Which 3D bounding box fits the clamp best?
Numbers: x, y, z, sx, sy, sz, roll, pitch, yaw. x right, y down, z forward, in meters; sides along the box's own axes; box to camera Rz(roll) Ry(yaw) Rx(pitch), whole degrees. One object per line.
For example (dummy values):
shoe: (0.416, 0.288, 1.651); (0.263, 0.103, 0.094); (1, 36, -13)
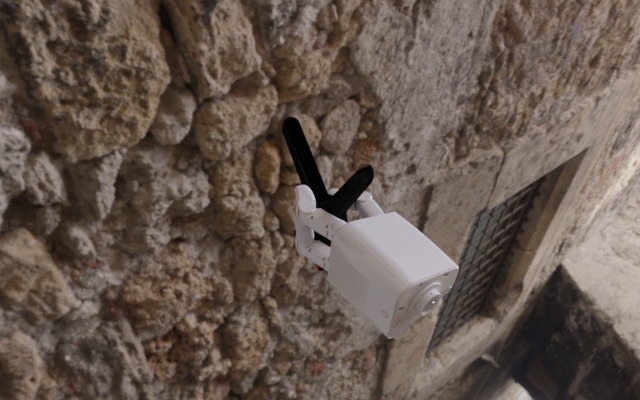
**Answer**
clamp: (0.001, 0.002, 0.622); (0.036, 0.210, 0.164); (-23, 48, -27)
